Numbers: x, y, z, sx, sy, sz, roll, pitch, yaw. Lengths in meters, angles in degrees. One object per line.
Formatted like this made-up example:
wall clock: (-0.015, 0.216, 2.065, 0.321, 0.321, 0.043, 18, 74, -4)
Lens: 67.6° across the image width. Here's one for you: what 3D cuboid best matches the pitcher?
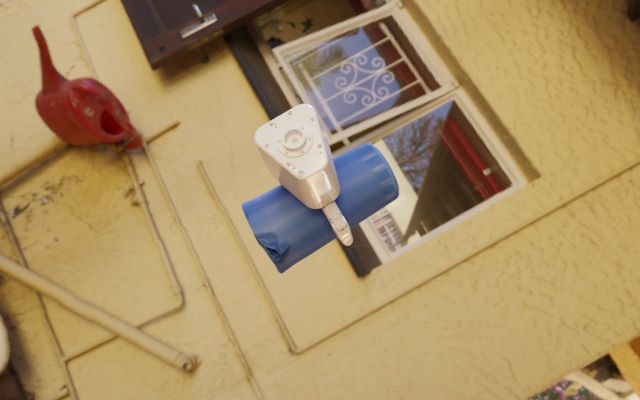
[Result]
pitcher: (0.000, 0.003, 0.801, 0.243, 0.149, 0.145, -29, -24, -2)
